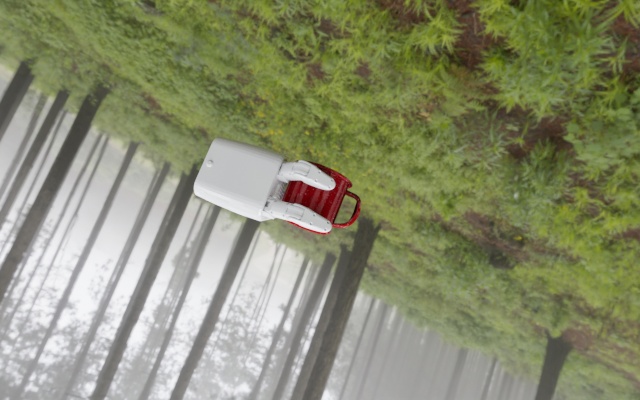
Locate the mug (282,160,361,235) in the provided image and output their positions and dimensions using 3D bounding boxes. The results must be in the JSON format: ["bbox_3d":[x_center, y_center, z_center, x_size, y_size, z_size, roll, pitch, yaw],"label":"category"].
[{"bbox_3d":[0.001,0.003,0.686,0.117,0.081,0.093,19,-11,11],"label":"mug"}]
